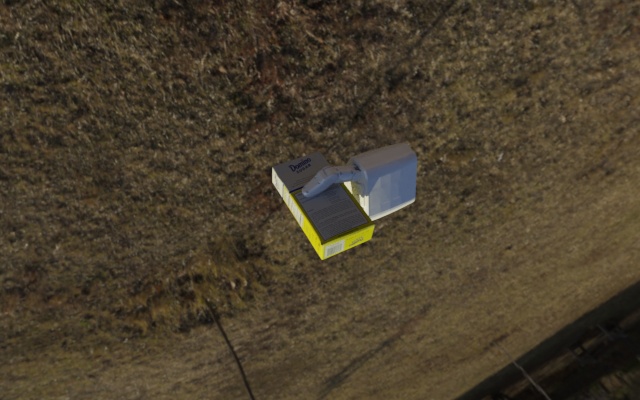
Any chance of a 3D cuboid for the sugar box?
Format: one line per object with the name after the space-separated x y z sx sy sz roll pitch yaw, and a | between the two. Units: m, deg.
0.000 0.003 0.768 0.093 0.176 0.048 -20 -37 -21 | sugar box
